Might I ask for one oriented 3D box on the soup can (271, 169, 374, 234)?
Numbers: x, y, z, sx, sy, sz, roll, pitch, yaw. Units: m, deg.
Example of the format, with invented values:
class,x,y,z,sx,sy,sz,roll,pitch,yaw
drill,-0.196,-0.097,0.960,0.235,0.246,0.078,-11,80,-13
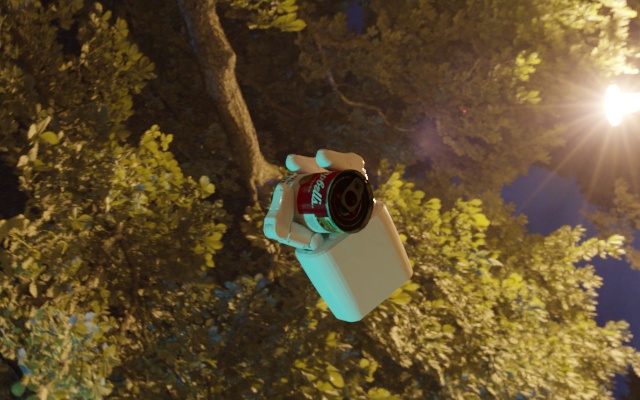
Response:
class,x,y,z,sx,sy,sz,roll,pitch,yaw
soup can,0.000,0.001,0.535,0.068,0.068,0.102,0,-1,-40
